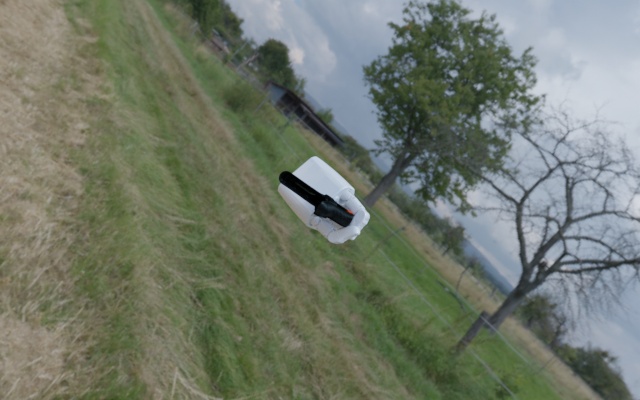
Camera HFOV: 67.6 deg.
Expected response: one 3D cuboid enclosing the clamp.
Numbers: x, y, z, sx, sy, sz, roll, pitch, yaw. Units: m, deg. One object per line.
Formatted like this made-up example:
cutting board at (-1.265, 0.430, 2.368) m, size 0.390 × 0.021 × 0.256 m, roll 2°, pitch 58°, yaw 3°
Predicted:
clamp at (0.001, 0.002, 0.837) m, size 0.120 × 0.039 × 0.171 m, roll 47°, pitch 8°, yaw 29°
